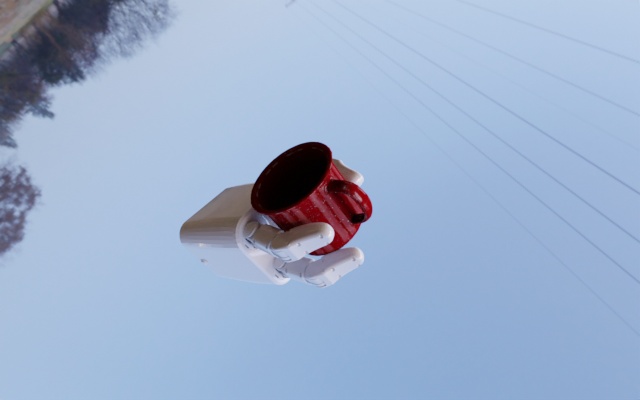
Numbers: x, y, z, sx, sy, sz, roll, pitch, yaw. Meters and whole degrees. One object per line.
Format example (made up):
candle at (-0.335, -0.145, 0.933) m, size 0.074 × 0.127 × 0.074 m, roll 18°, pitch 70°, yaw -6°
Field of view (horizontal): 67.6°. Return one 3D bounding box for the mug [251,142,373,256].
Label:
mug at (0.001, 0.002, 0.472) m, size 0.117 × 0.093 × 0.081 m, roll -2°, pitch -40°, yaw 39°
